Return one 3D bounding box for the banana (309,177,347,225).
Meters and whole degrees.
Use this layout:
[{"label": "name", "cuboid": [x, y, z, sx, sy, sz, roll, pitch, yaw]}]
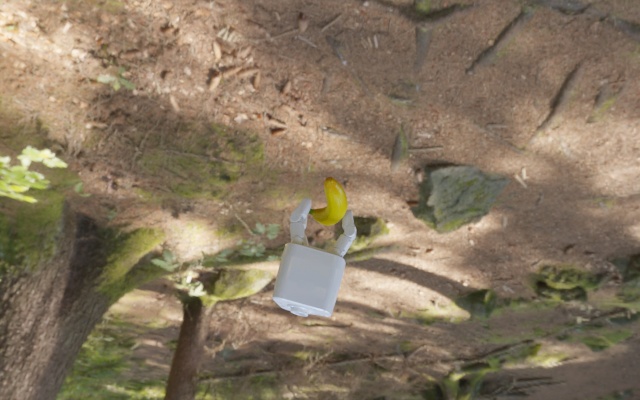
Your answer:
[{"label": "banana", "cuboid": [0.016, 0.011, 0.900, 0.069, 0.037, 0.198, 22, -23, -7]}]
